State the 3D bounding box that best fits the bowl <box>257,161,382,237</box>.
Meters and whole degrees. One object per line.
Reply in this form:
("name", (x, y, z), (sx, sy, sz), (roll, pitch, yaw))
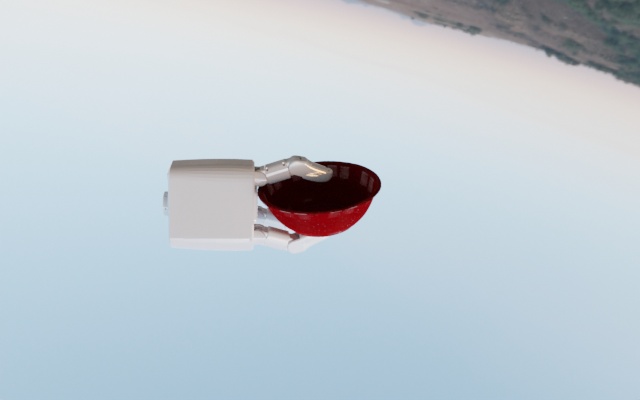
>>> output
("bowl", (0.001, 0.002, 0.632), (0.162, 0.055, 0.162), (-4, 26, 2))
